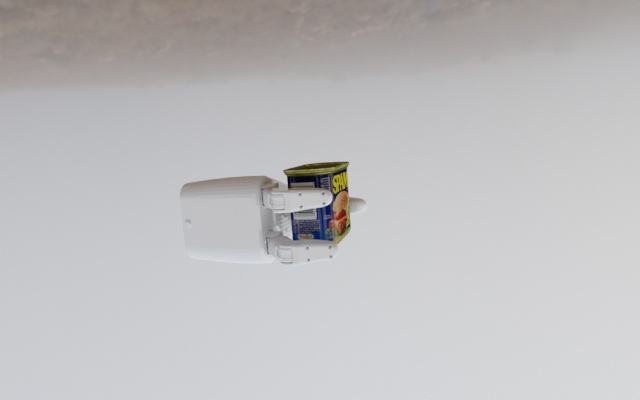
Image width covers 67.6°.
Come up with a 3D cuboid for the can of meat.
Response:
[{"bbox_3d":[0.000,0.002,0.540,0.057,0.084,0.102,-2,8,16],"label":"can of meat"}]
